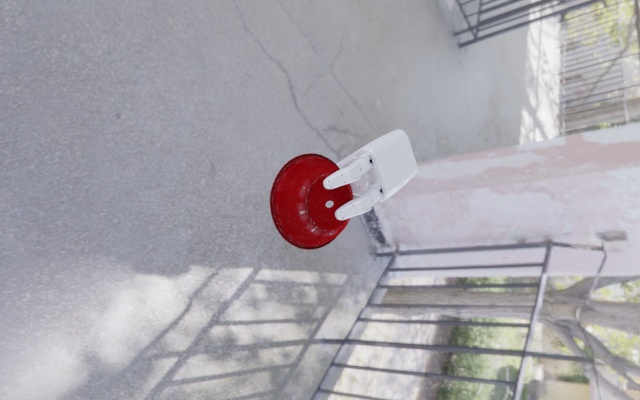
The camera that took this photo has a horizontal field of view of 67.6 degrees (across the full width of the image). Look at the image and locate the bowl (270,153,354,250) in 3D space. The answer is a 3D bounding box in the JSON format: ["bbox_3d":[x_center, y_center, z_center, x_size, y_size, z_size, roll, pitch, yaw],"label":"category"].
[{"bbox_3d":[0.000,0.003,0.778,0.162,0.162,0.055,0,2,-34],"label":"bowl"}]
